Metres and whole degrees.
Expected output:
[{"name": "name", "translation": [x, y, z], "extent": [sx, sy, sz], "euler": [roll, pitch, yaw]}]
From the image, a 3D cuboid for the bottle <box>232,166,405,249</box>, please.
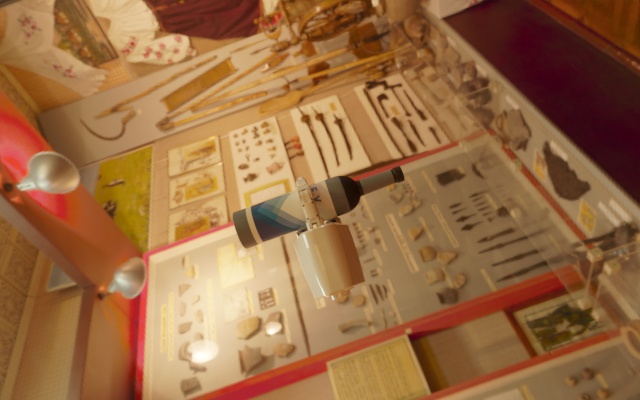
[{"name": "bottle", "translation": [0.000, 0.003, 0.816], "extent": [0.296, 0.069, 0.069], "euler": [-20, 0, 1]}]
